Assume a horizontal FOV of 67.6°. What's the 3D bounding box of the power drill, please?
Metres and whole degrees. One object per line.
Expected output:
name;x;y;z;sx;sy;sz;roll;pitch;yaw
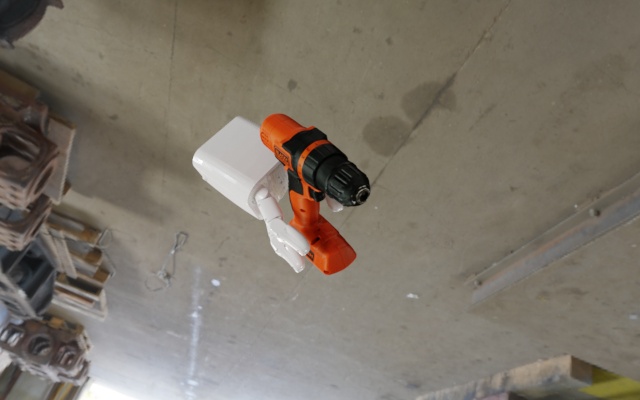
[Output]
power drill;0.000;0.002;0.580;0.057;0.188;0.184;-27;44;-21
